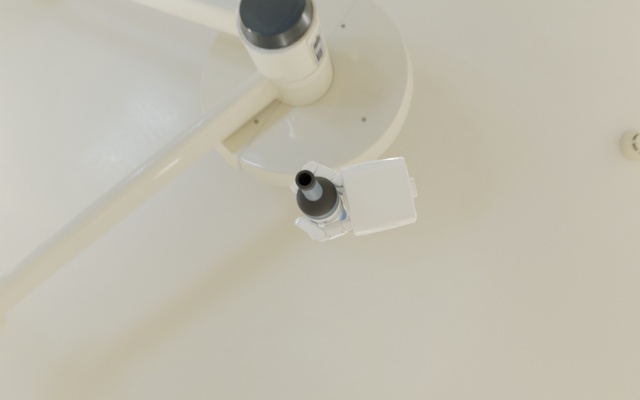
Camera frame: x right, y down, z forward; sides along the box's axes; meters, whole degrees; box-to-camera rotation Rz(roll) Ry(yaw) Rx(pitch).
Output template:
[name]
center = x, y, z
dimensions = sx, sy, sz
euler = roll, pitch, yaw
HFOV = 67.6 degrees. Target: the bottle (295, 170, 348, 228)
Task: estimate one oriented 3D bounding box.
[bottle]
center = 0.000, 0.003, 0.788
dimensions = 0.069, 0.069, 0.296
euler = 0, -12, 9
